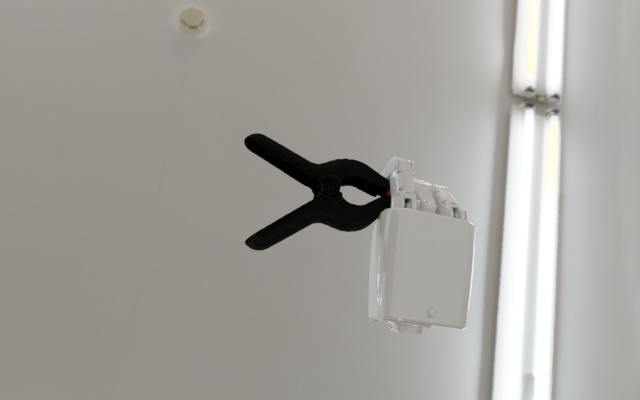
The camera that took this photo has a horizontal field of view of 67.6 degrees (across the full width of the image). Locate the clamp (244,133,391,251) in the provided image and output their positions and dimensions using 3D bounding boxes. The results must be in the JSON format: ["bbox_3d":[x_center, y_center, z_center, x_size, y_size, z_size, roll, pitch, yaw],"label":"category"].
[{"bbox_3d":[0.000,0.002,0.485,0.171,0.120,0.039,10,-17,-12],"label":"clamp"}]
